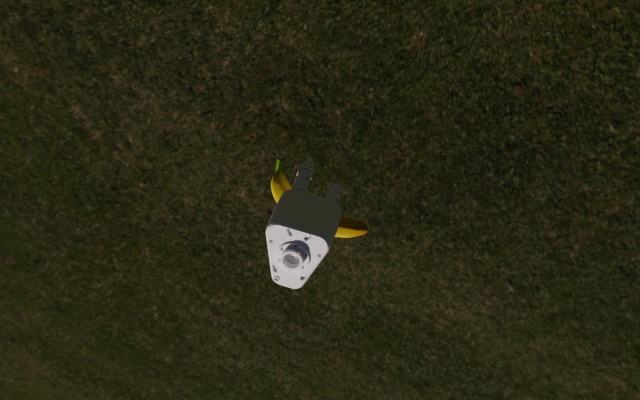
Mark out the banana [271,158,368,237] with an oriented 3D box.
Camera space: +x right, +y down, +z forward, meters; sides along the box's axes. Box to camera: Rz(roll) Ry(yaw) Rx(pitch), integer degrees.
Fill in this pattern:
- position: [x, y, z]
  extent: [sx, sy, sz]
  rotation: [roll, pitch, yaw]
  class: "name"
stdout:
- position: [-0.014, 0.014, 0.813]
  extent: [0.198, 0.070, 0.037]
  rotation: [38, 16, -5]
  class: "banana"
